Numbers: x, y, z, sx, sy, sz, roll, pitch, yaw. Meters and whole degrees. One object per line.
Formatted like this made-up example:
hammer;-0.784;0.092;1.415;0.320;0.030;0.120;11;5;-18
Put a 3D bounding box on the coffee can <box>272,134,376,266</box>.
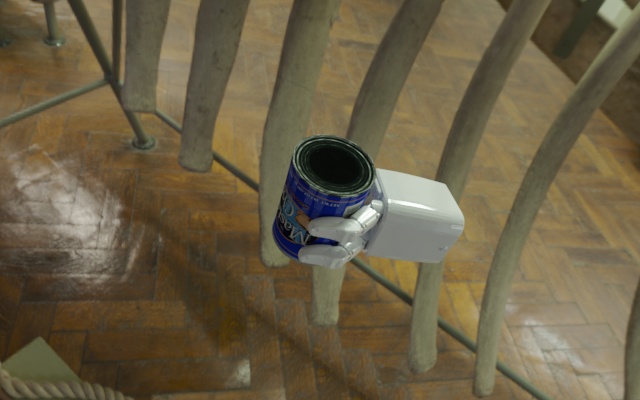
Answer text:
coffee can;0.000;0.002;0.609;0.103;0.102;0.140;0;-40;-19
